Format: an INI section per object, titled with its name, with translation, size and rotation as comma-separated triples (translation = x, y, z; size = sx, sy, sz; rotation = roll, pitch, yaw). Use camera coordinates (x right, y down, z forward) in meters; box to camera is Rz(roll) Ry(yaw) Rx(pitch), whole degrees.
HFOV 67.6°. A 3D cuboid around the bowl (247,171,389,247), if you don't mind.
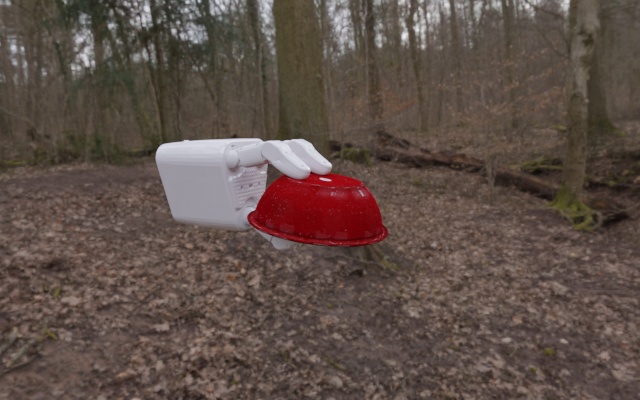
[bowl]
translation = 0.001, 0.002, 0.540
size = 0.162, 0.055, 0.162
rotation = 7, 12, -1
